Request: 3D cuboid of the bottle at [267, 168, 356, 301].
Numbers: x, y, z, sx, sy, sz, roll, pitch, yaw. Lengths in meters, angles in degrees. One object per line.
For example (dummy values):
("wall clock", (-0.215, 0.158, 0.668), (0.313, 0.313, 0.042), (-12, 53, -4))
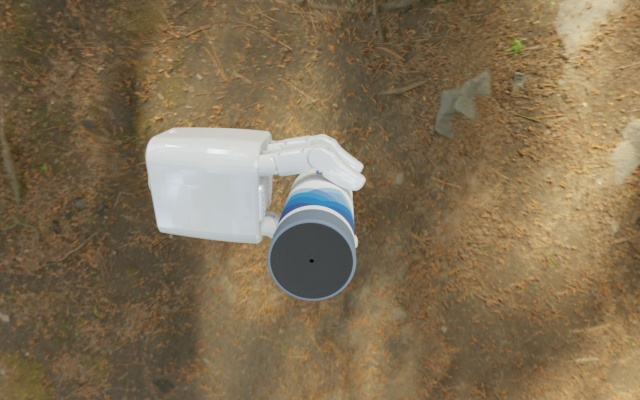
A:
("bottle", (0.000, 0.002, 0.494), (0.069, 0.069, 0.295), (0, 17, 3))
